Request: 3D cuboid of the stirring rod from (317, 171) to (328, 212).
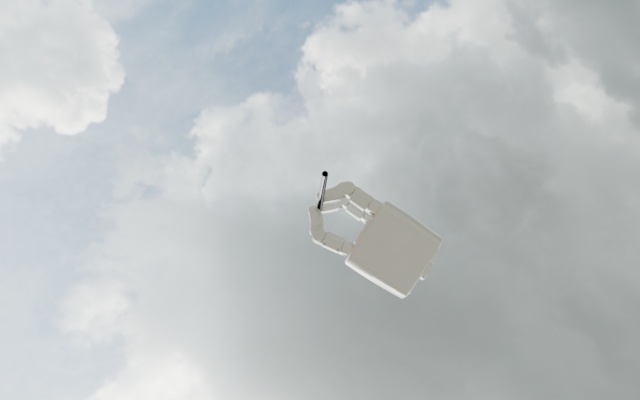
[{"bbox_3d":[0.000,0.002,0.715,0.011,0.011,0.240,0,-17,-3],"label":"stirring rod"}]
